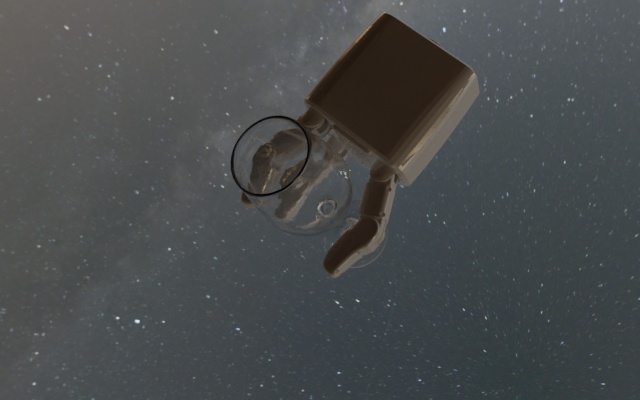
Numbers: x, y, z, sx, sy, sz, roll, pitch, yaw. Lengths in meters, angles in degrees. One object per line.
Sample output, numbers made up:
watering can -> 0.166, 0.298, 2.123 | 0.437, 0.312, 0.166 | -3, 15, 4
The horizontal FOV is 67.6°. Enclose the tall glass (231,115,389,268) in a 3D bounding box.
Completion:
tall glass -> 0.000, 0.002, 0.416 | 0.079, 0.079, 0.201 | 0, -19, 23
